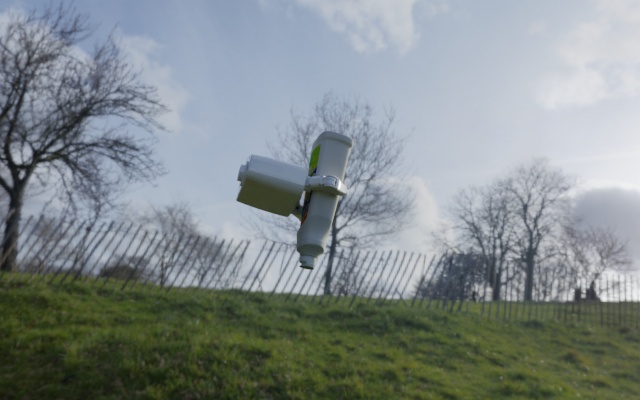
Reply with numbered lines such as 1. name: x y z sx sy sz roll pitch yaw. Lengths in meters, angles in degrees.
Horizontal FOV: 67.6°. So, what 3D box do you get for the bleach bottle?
1. bleach bottle: 0.000 0.003 0.894 0.068 0.250 0.102 16 -20 -14
